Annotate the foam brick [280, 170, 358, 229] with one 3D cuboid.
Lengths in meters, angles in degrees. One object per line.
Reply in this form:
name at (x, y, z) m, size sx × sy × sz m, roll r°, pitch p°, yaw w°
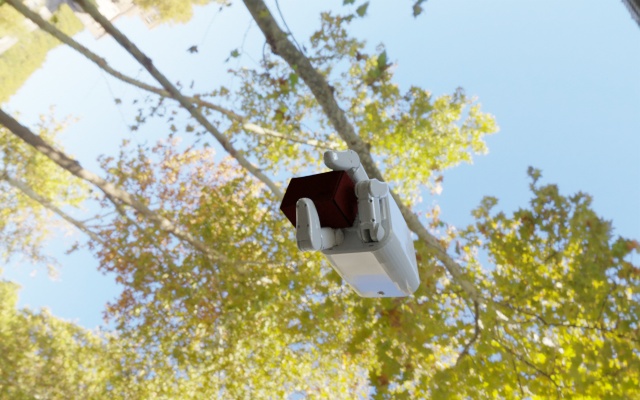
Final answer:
foam brick at (0.000, 0.002, 0.580) m, size 0.078 × 0.053 × 0.051 m, roll -8°, pitch -46°, yaw 32°
